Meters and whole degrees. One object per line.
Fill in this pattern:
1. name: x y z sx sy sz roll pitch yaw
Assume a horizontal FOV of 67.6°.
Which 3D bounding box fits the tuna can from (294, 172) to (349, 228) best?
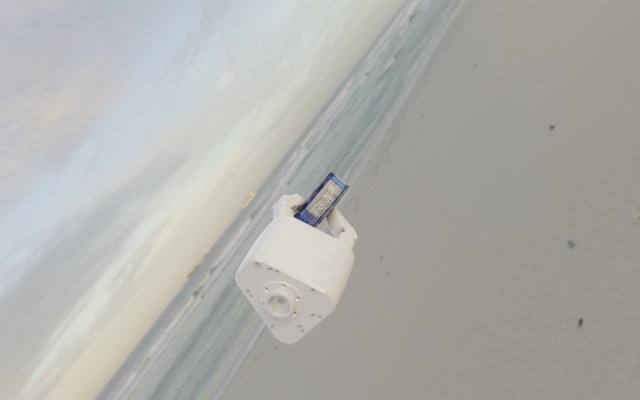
1. tuna can: 0.000 0.002 0.662 0.034 0.086 0.086 40 -1 -2
